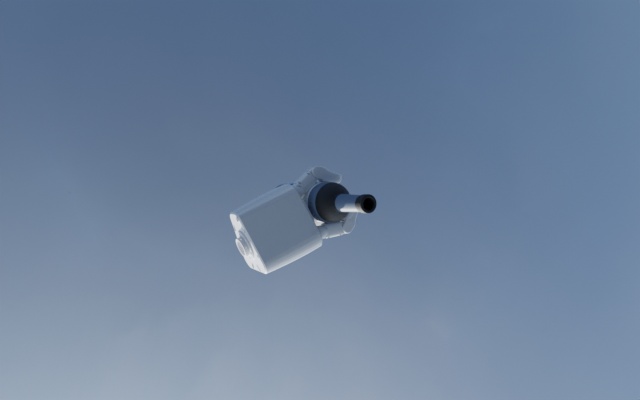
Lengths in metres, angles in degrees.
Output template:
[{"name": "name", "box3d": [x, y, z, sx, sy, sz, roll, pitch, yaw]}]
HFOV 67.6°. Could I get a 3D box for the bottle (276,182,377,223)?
[{"name": "bottle", "box3d": [0.000, 0.003, 0.804, 0.069, 0.069, 0.295, 0, 1, -28]}]
